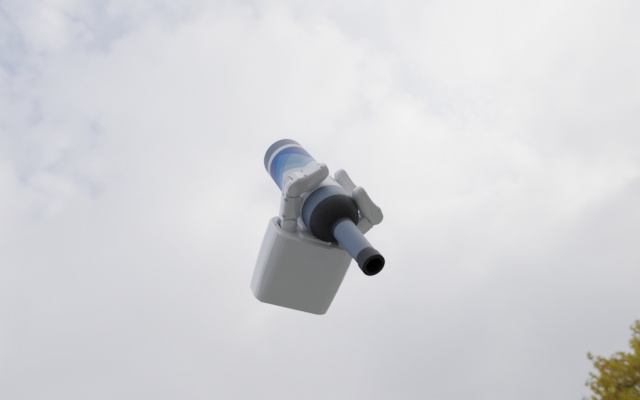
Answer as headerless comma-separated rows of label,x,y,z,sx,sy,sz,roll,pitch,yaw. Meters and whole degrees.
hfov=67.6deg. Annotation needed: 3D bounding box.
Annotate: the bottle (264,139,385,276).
bottle,0.000,0.002,0.617,0.069,0.069,0.295,0,27,-25
